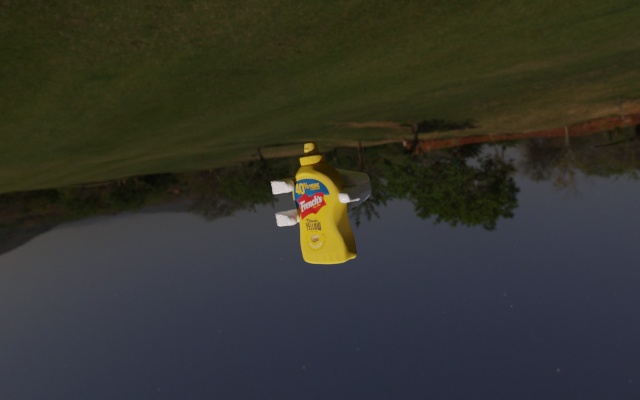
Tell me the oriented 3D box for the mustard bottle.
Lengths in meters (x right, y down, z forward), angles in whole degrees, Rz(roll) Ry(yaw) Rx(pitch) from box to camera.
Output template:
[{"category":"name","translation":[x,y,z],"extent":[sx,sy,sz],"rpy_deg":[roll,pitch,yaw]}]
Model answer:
[{"category":"mustard bottle","translation":[0.000,0.003,0.764],"extent":[0.096,0.191,0.058],"rpy_deg":[-5,7,45]}]
